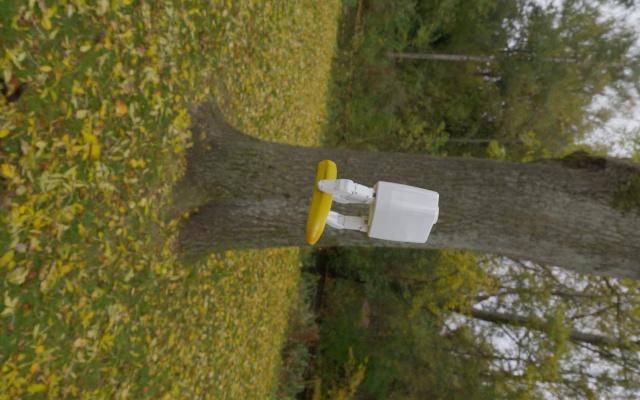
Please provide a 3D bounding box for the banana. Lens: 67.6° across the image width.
[{"bbox_3d":[0.004,-0.012,0.852,0.037,0.070,0.197,12,44,-3],"label":"banana"}]
